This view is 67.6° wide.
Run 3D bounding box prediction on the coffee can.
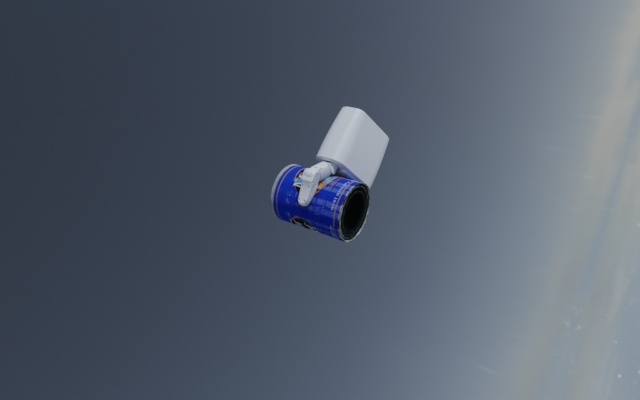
[{"bbox_3d":[0.000,0.003,0.816,0.140,0.103,0.103,17,9,30],"label":"coffee can"}]
